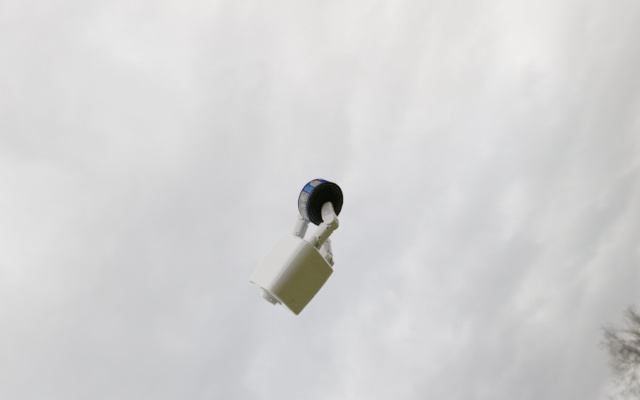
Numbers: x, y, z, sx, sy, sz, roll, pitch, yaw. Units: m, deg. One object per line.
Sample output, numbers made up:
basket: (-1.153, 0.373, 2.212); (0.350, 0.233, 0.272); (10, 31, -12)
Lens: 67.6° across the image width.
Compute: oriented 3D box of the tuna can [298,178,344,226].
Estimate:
tuna can: (0.000, 0.003, 0.885); (0.086, 0.086, 0.033); (0, 15, -40)
